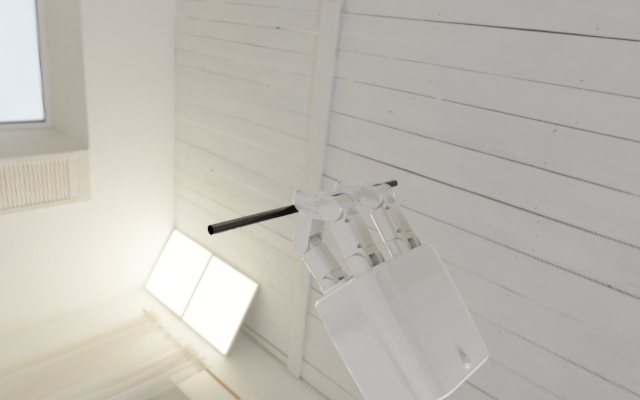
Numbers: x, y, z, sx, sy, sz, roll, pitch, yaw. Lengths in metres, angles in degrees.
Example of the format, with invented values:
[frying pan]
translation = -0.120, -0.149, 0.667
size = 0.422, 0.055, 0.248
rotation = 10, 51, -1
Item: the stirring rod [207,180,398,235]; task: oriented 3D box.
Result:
[stirring rod]
translation = 0.000, 0.002, 0.439
size = 0.011, 0.011, 0.239
rotation = 0, 10, 44
